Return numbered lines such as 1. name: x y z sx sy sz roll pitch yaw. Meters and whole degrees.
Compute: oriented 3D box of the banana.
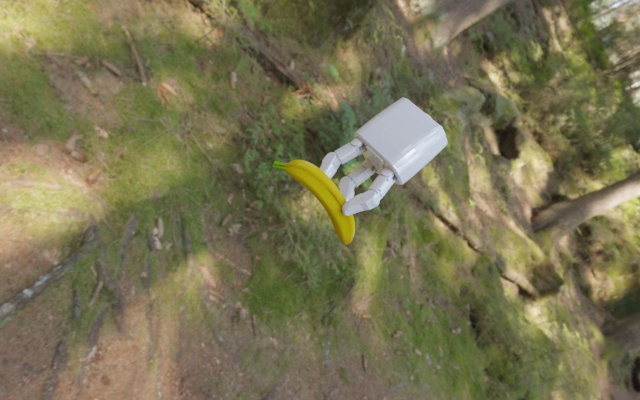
1. banana: 0.009 -0.001 0.775 0.198 0.037 0.069 50 -29 -22
